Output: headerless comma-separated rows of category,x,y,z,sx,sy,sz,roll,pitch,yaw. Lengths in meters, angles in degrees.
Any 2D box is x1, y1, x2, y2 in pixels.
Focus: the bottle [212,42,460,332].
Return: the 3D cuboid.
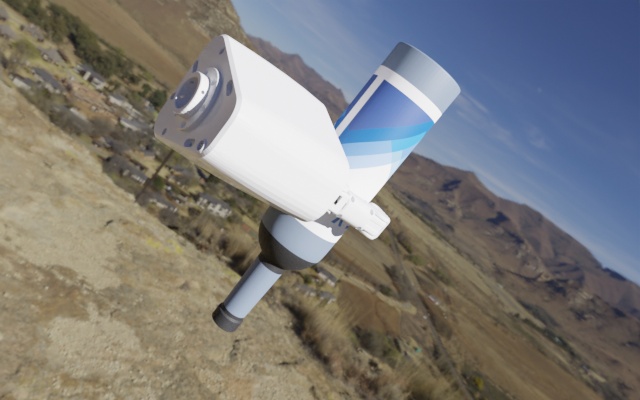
bottle,0.000,0.001,0.424,0.069,0.296,0.069,38,10,-7
